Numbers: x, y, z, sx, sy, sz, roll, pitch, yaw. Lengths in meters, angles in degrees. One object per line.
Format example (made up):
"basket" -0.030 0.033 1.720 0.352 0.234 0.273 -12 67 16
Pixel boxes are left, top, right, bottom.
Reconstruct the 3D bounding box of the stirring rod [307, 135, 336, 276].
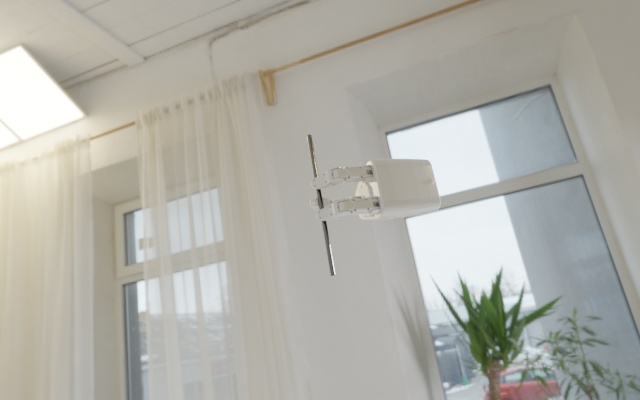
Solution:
"stirring rod" 0.000 0.003 0.774 0.011 0.239 0.011 -9 -18 -3
